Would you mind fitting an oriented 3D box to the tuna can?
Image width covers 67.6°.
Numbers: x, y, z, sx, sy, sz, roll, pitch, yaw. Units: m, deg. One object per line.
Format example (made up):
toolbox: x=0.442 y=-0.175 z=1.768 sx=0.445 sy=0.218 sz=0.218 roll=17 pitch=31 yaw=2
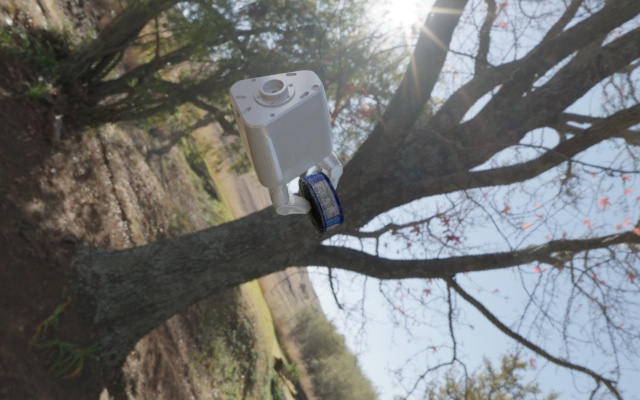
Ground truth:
tuna can: x=0.001 y=0.002 z=0.686 sx=0.034 sy=0.086 sz=0.086 roll=-22 pitch=5 yaw=-13
